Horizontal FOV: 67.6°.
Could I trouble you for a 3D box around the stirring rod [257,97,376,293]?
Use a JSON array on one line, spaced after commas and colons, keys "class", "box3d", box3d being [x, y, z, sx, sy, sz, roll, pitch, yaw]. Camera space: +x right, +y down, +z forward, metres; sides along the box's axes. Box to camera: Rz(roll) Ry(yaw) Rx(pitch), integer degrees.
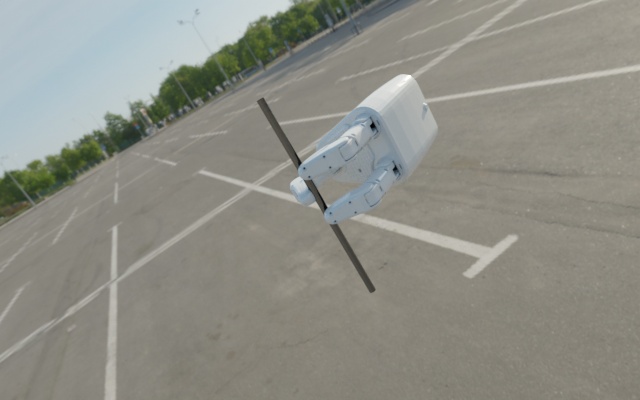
[{"class": "stirring rod", "box3d": [0.000, 0.002, 0.495, 0.011, 0.239, 0.011, -27, 18, 10]}]
